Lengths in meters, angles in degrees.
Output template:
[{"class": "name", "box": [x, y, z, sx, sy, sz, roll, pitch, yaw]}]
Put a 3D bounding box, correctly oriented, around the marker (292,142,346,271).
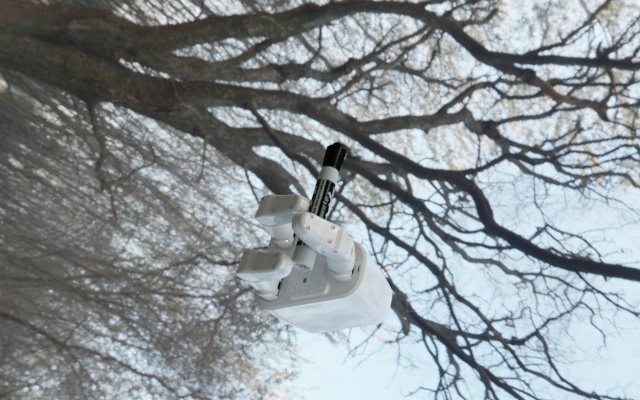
[{"class": "marker", "box": [0.000, 0.001, 0.414, 0.020, 0.121, 0.020, 14, -24, 6]}]
